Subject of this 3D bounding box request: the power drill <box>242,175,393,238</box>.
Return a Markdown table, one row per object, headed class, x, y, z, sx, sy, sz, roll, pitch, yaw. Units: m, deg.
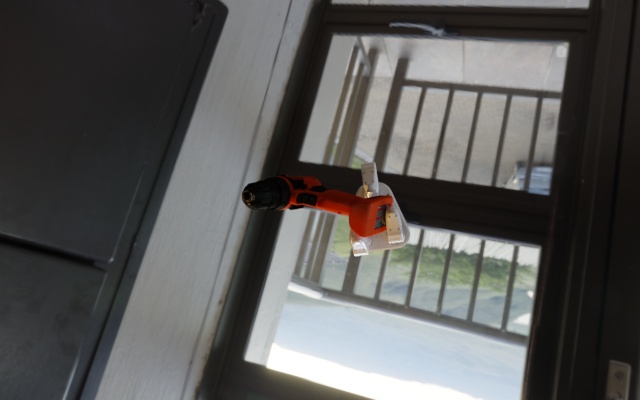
| class | x | y | z | sx | sy | sz | roll | pitch | yaw |
| --- | --- | --- | --- | --- | --- | --- | --- | --- | --- |
| power drill | 0.001 | 0.002 | 0.714 | 0.187 | 0.057 | 0.184 | 17 | 14 | 27 |
